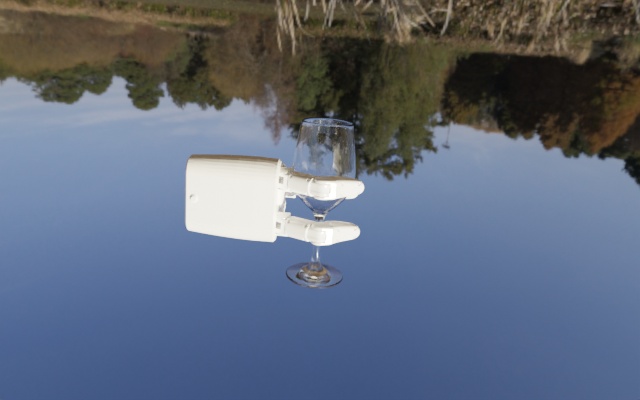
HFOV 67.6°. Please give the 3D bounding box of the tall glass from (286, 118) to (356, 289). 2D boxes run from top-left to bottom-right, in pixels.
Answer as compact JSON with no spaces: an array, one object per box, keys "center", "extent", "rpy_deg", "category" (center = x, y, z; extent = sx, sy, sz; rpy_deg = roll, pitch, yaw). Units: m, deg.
[{"center":[0.000,0.003,0.590],"extent":[0.079,0.201,0.079],"rpy_deg":[5,17,-1],"category":"tall glass"}]
